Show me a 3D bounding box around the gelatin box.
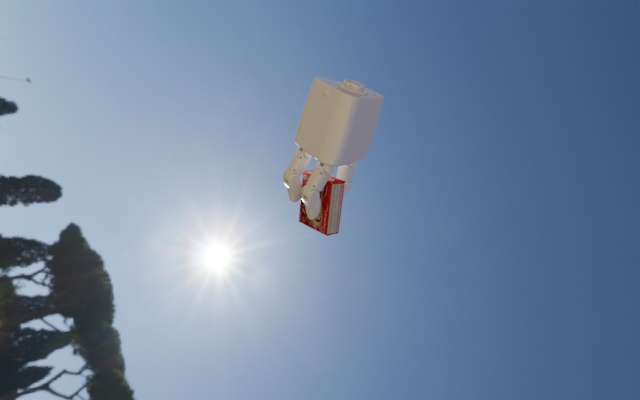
[{"bbox_3d":[0.000,0.003,0.764,0.030,0.089,0.073,-8,21,-39],"label":"gelatin box"}]
